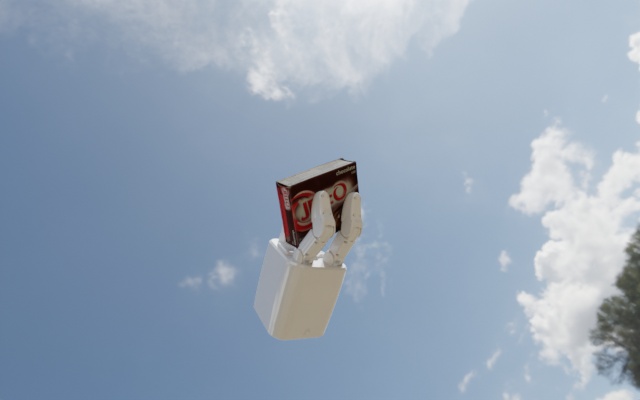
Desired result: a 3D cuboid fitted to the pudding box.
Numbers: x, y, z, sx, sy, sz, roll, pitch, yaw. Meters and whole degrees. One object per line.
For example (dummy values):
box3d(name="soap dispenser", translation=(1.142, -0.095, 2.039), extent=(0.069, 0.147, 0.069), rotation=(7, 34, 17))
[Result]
box3d(name="pudding box", translation=(0.000, 0.002, 0.638), extent=(0.113, 0.090, 0.039), rotation=(-24, 30, -33))
